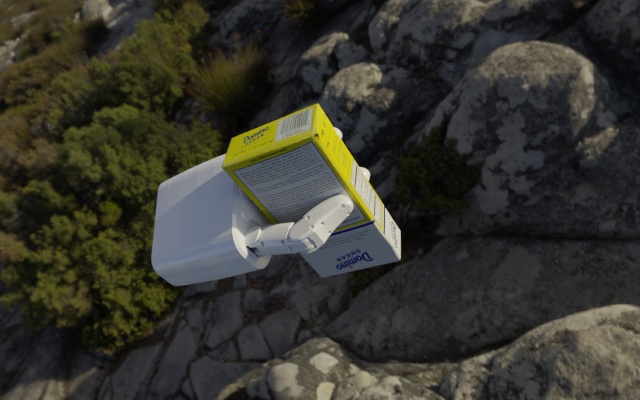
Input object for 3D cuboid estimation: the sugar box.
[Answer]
[{"bbox_3d":[0.000,0.001,0.447,0.093,0.048,0.176,-16,-46,24],"label":"sugar box"}]
